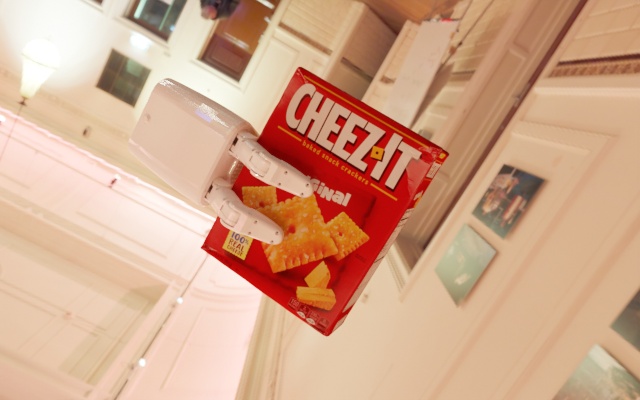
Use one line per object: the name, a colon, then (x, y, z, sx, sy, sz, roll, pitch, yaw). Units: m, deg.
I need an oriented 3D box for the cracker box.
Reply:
cracker box: (0.000, 0.002, 0.483, 0.164, 0.214, 0.072, 33, 12, 14)
